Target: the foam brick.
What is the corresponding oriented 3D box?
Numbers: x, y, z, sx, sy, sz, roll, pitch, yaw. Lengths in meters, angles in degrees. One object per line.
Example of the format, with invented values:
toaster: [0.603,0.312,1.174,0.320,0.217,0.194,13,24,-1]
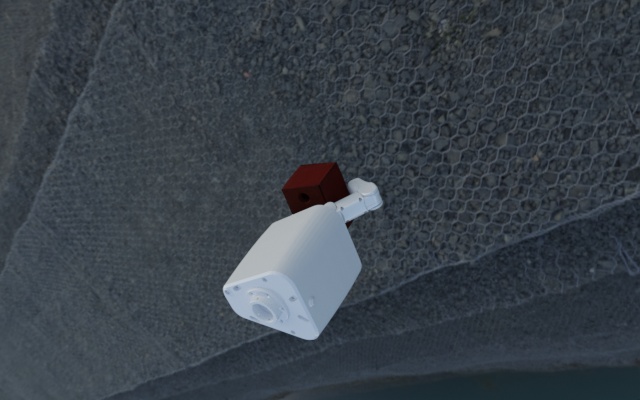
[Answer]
foam brick: [0.000,0.002,0.558,0.053,0.078,0.051,-4,32,34]
